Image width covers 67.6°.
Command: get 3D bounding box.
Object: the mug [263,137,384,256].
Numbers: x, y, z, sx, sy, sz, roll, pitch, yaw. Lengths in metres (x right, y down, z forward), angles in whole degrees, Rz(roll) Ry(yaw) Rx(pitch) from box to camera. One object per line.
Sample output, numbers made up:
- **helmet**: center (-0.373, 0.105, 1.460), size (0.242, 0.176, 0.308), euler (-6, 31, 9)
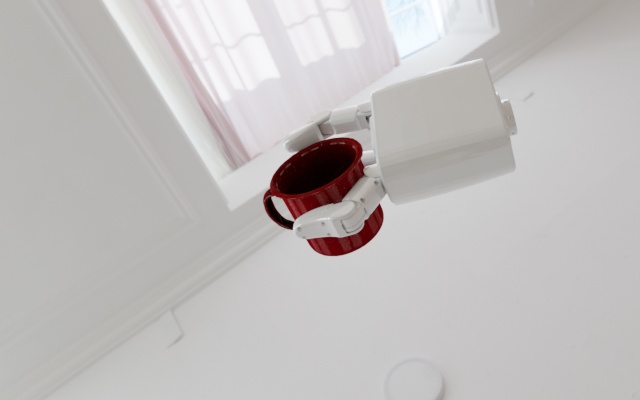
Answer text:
- **mug**: center (-0.001, 0.002, 0.462), size (0.117, 0.081, 0.093), euler (-14, 33, 22)
